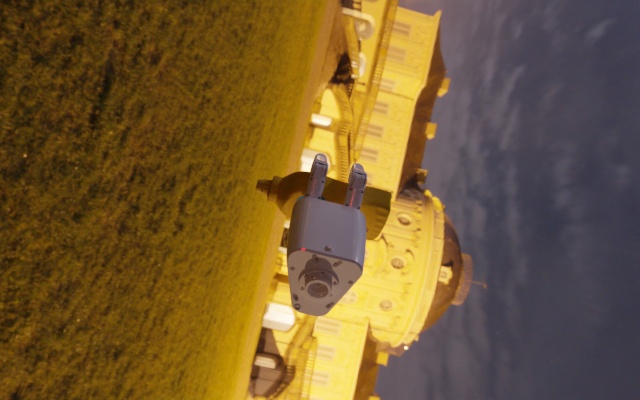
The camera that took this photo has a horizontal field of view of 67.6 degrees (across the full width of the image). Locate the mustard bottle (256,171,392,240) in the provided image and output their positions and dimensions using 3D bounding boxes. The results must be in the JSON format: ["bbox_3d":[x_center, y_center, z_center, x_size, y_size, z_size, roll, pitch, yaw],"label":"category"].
[{"bbox_3d":[0.000,0.002,0.697,0.191,0.058,0.096,14,-33,-4],"label":"mustard bottle"}]
